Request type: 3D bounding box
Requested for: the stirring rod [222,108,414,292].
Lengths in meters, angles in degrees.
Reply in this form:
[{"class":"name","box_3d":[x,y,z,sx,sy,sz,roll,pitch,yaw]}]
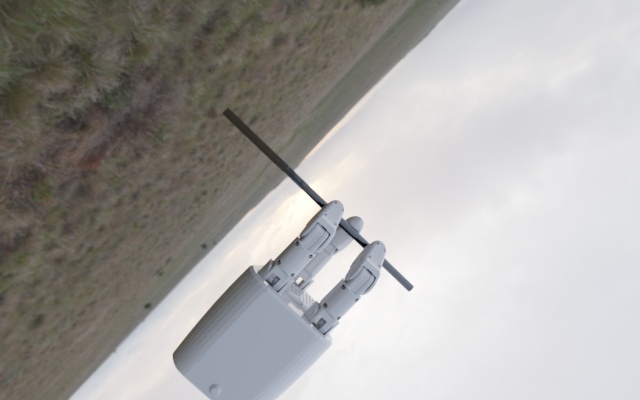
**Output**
[{"class":"stirring rod","box_3d":[0.000,0.001,0.445,0.239,0.011,0.011,44,-5,-5]}]
